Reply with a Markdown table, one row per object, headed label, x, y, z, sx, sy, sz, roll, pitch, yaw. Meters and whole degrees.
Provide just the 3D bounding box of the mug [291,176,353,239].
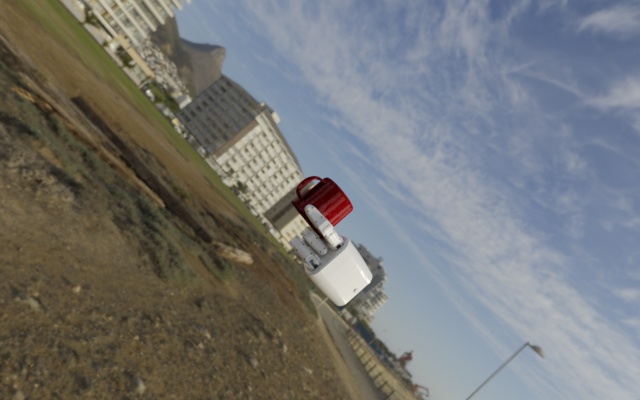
| label | x | y | z | sx | sy | sz | roll | pitch | yaw |
| --- | --- | --- | --- | --- | --- | --- | --- | --- | --- |
| mug | 0.000 | 0.002 | 0.879 | 0.081 | 0.117 | 0.093 | -40 | 31 | -7 |
